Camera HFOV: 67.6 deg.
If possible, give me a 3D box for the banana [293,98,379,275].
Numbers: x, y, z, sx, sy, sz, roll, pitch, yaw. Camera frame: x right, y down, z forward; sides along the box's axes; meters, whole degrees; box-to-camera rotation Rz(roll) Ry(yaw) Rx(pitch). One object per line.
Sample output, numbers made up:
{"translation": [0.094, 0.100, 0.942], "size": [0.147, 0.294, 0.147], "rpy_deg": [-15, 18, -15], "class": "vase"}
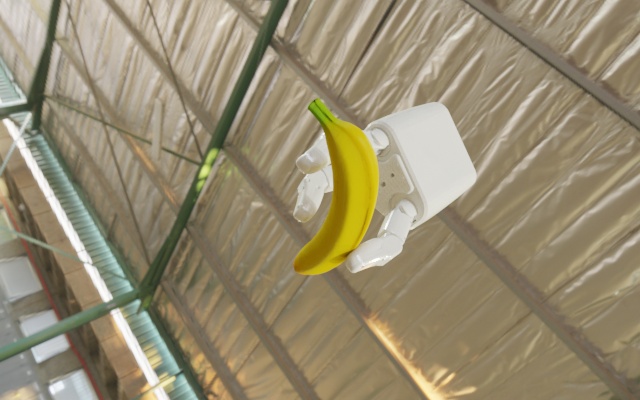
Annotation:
{"translation": [0.014, 0.008, 0.425], "size": [0.069, 0.198, 0.037], "rpy_deg": [34, 45, 28], "class": "banana"}
